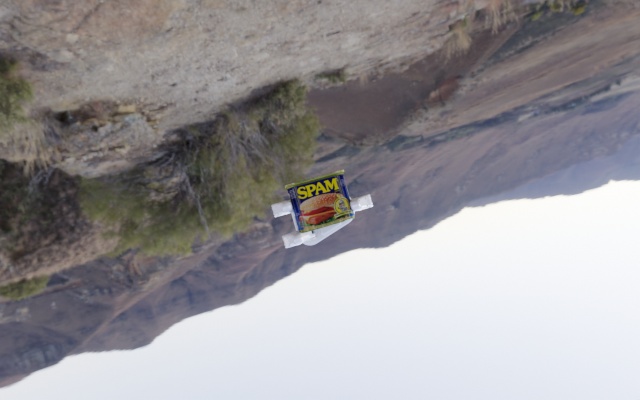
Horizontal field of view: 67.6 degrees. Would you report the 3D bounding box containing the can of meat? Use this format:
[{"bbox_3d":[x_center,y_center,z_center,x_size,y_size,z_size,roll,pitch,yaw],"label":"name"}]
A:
[{"bbox_3d":[0.000,0.003,0.801,0.102,0.084,0.057,-15,-1,-6],"label":"can of meat"}]
